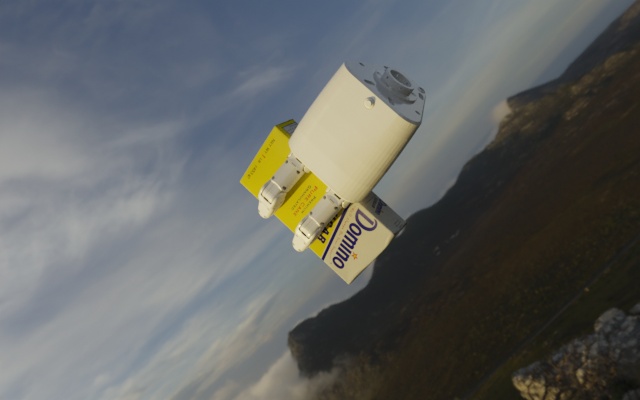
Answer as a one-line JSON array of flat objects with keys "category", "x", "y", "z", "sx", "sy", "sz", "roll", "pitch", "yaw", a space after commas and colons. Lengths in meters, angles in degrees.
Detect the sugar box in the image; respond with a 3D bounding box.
[{"category": "sugar box", "x": 0.000, "y": 0.002, "z": 0.540, "sx": 0.093, "sy": 0.176, "sz": 0.048, "roll": -52, "pitch": -11, "yaw": 33}]
